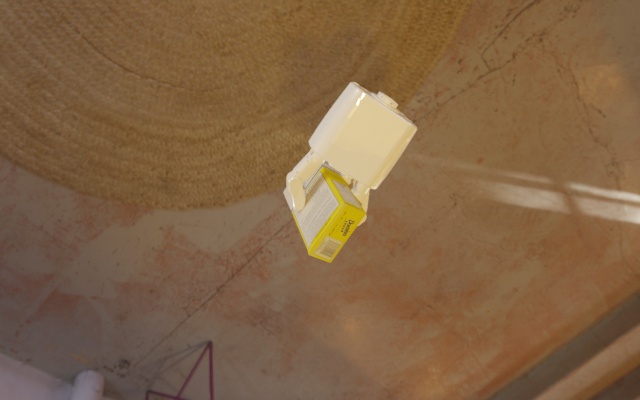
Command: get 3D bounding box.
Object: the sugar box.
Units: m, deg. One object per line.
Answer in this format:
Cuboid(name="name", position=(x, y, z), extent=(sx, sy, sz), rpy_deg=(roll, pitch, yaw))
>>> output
Cuboid(name="sugar box", position=(0.001, 0.003, 0.716), extent=(0.048, 0.093, 0.176), rpy_deg=(26, 20, -26))
